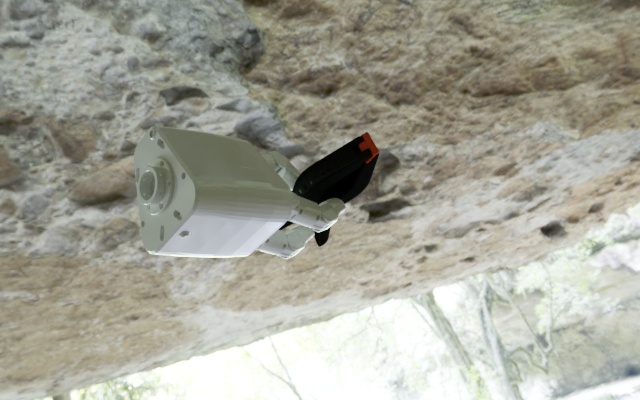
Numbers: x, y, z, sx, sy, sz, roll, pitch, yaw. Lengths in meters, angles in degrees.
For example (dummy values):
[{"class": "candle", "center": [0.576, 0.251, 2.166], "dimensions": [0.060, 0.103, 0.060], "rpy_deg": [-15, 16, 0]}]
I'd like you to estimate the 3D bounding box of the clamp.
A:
[{"class": "clamp", "center": [0.000, 0.001, 0.558], "dimensions": [0.210, 0.036, 0.164], "rpy_deg": [-42, -27, 30]}]
